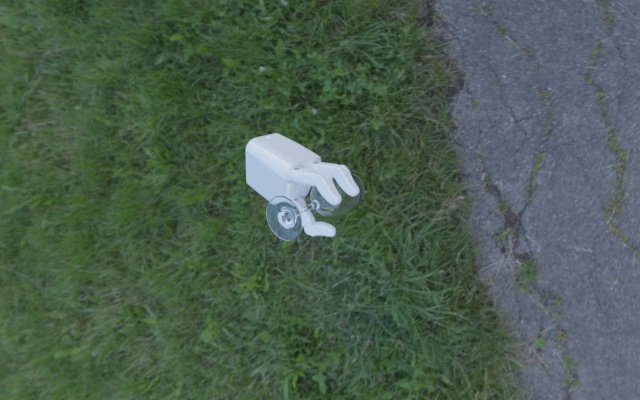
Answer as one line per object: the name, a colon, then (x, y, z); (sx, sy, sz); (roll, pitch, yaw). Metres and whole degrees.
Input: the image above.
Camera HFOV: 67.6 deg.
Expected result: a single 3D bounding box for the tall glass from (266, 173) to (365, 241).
tall glass: (0.000, 0.003, 0.831); (0.079, 0.079, 0.201); (0, 15, 38)
